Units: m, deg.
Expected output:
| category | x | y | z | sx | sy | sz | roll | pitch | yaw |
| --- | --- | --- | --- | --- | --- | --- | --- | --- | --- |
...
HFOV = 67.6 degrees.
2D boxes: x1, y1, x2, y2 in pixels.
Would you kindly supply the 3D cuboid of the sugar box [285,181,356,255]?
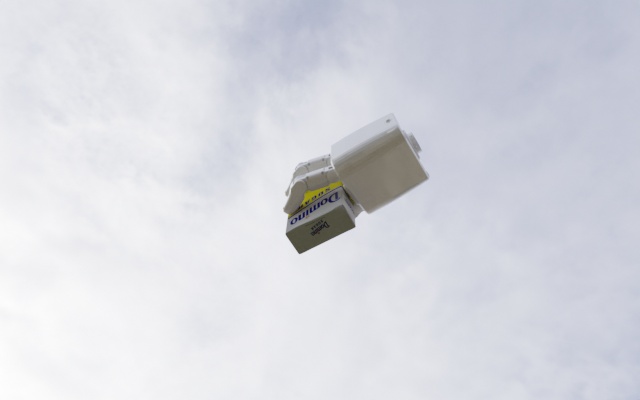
| category | x | y | z | sx | sy | sz | roll | pitch | yaw |
| --- | --- | --- | --- | --- | --- | --- | --- | --- | --- |
| sugar box | 0.000 | 0.002 | 0.720 | 0.093 | 0.048 | 0.176 | -27 | 20 | 12 |
